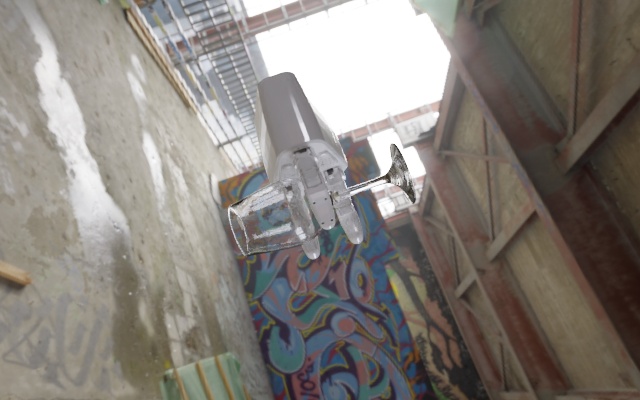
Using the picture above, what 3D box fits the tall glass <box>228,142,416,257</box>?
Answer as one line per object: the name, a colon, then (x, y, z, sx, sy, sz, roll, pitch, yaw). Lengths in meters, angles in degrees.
tall glass: (0.001, 0.002, 0.542, 0.201, 0.079, 0.079, -20, 0, -1)
